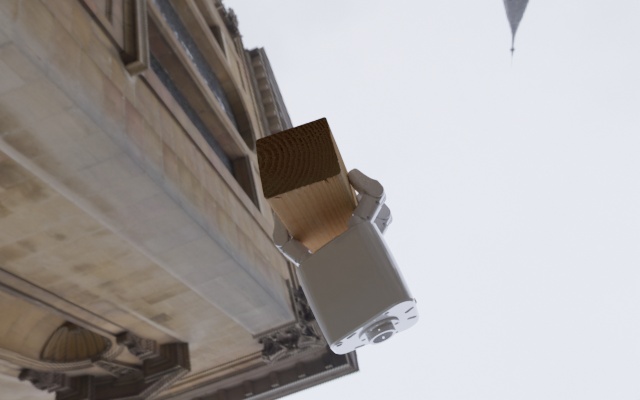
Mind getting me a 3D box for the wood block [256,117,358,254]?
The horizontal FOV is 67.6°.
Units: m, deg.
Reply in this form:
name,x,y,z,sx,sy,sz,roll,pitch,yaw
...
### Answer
name,x,y,z,sx,sy,sz,roll,pitch,yaw
wood block,0.000,0.003,0.617,0.091,0.090,0.206,-18,-35,7
